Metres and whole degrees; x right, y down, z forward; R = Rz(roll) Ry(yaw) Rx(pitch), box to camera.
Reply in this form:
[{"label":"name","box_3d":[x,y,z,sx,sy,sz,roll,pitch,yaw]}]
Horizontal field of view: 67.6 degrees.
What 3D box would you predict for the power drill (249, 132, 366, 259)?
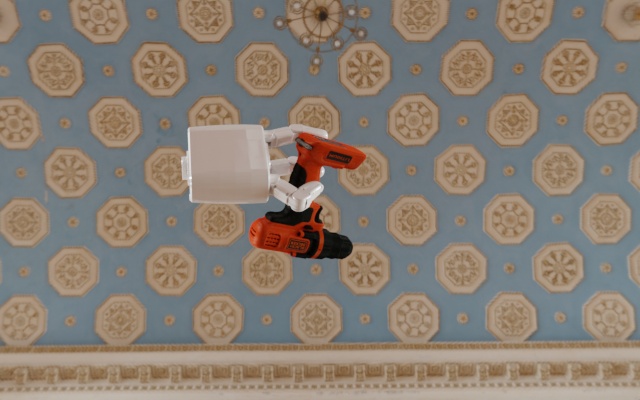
[{"label":"power drill","box_3d":[0.000,0.002,0.729,0.184,0.188,0.057,12,14,-36]}]
